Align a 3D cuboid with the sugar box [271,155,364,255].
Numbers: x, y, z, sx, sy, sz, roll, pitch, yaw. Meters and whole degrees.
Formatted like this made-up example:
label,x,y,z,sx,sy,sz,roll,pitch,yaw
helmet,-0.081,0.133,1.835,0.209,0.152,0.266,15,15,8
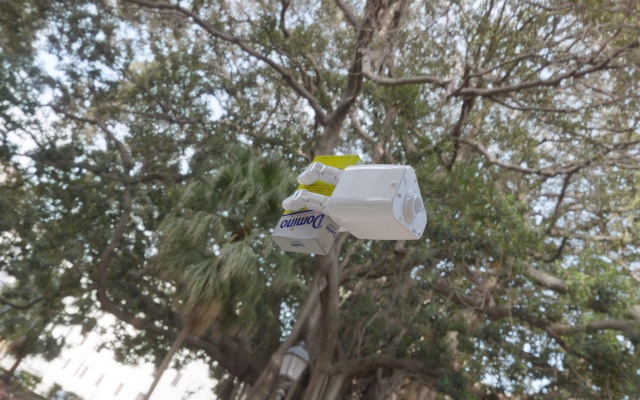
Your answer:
label,x,y,z,sx,sy,sz,roll,pitch,yaw
sugar box,0.000,0.002,0.775,0.093,0.176,0.048,1,-41,37
